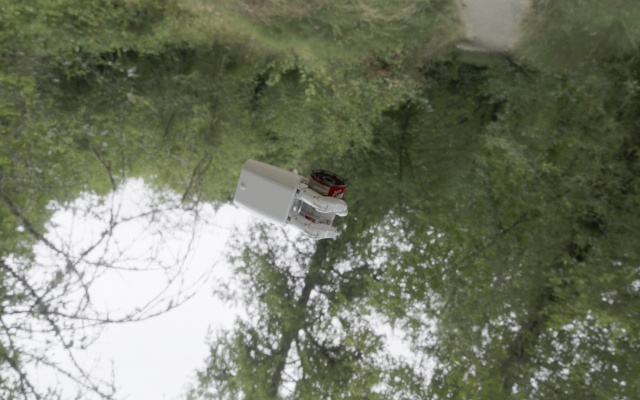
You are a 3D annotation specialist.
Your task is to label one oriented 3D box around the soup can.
[{"bbox_3d":[0.001,0.003,0.873,0.068,0.102,0.068,17,21,-7],"label":"soup can"}]
